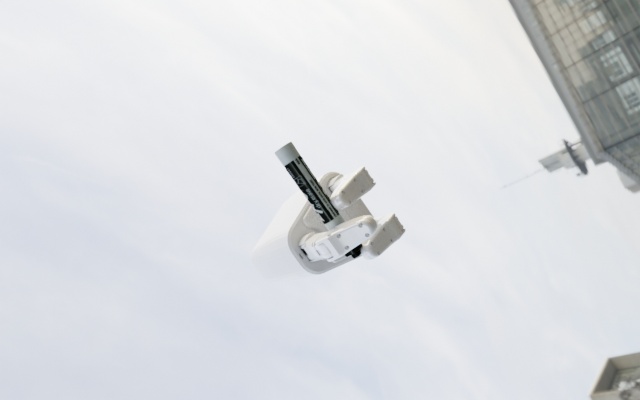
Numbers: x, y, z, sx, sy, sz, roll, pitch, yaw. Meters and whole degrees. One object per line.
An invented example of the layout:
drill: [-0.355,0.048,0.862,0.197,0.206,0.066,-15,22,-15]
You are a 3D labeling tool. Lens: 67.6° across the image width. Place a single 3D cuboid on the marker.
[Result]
marker: [0.000,0.001,0.434,0.020,0.121,0.020,-34,5,4]
